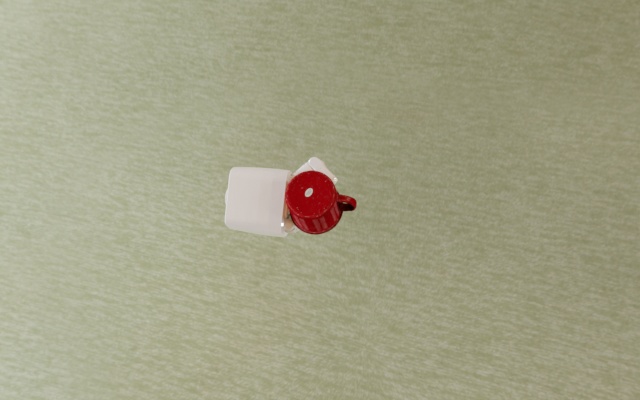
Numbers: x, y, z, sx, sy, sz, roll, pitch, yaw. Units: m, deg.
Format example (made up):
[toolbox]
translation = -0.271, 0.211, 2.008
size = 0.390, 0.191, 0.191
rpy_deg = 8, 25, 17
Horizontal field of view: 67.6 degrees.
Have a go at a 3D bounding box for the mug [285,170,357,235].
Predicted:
[mug]
translation = 0.002, 0.003, 0.773
size = 0.117, 0.093, 0.081
rpy_deg = 6, -16, 9
